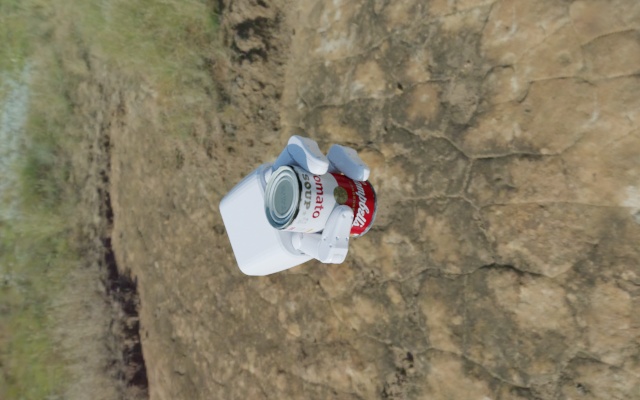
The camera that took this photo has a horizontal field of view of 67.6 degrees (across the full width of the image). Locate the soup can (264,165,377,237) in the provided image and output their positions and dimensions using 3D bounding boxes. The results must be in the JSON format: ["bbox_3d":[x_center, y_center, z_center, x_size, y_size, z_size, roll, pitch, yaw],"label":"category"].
[{"bbox_3d":[0.000,0.002,0.505,0.102,0.068,0.068,8,-5,-36],"label":"soup can"}]
